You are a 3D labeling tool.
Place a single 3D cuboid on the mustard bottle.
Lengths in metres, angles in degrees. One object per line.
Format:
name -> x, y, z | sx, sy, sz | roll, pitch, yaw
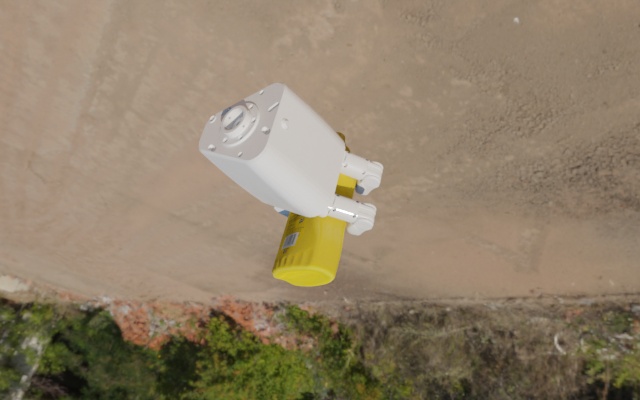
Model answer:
mustard bottle -> 0.000, 0.002, 0.567 | 0.058, 0.191, 0.096 | 25, -26, -23
